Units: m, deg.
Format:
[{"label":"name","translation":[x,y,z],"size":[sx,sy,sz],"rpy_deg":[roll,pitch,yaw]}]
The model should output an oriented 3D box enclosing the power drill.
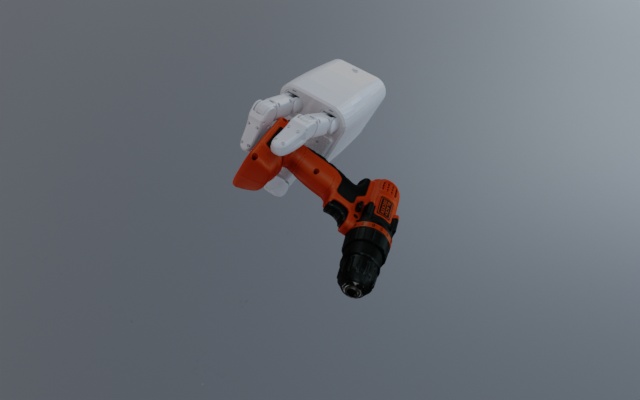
[{"label":"power drill","translation":[0.000,0.001,0.534],"size":[0.187,0.057,0.184],"rpy_deg":[35,37,-7]}]
